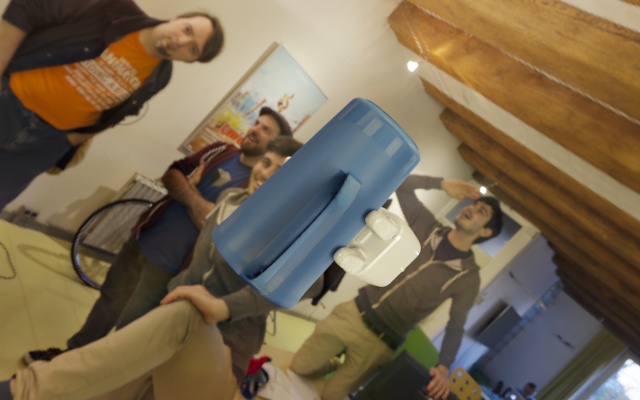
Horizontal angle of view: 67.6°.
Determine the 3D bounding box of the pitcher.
[{"bbox_3d":[0.000,0.002,0.554,0.149,0.243,0.145,46,5,35],"label":"pitcher"}]
